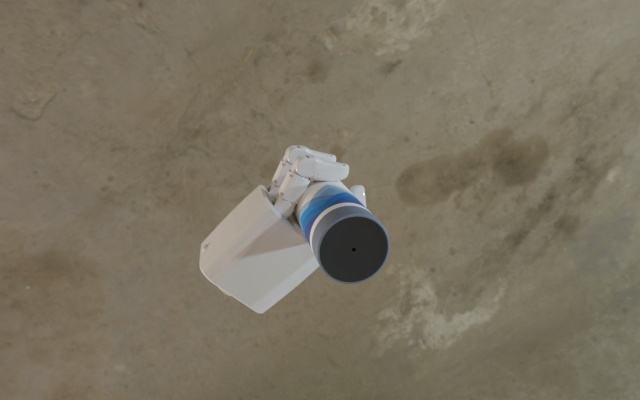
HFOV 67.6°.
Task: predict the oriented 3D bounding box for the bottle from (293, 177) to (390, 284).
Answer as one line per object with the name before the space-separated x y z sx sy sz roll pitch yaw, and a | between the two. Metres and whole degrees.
bottle | 0.000 0.002 0.554 0.069 0.069 0.295 0 16 -12
